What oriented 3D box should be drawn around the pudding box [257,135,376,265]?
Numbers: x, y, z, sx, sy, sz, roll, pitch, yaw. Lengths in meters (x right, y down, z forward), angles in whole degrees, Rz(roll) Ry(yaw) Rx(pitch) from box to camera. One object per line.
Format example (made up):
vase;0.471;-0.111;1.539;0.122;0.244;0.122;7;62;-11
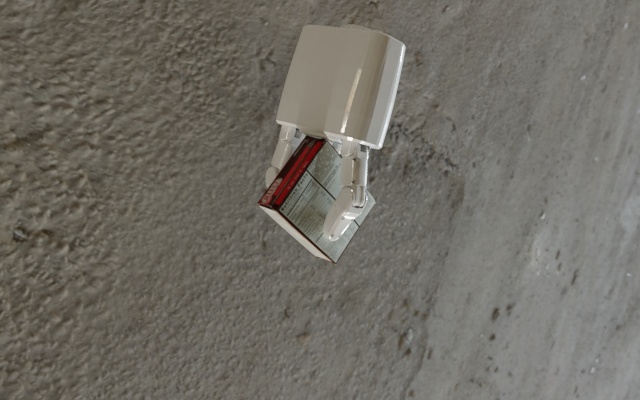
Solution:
pudding box;0.000;0.002;0.501;0.039;0.090;0.113;19;-21;49
